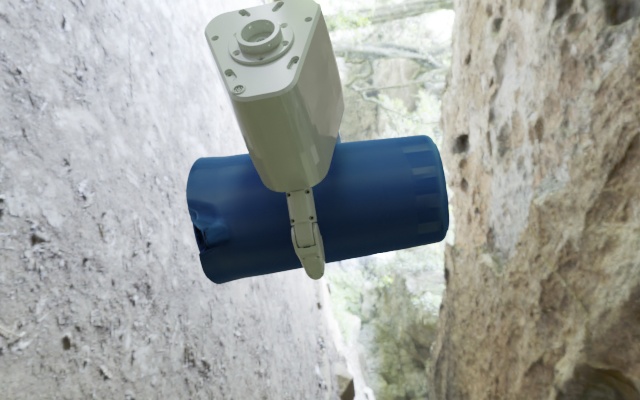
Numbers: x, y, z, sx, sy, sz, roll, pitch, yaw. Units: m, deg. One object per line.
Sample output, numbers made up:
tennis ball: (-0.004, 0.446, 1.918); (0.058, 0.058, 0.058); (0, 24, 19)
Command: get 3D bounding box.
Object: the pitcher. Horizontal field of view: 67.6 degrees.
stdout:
pitcher: (0.000, 0.002, 0.495); (0.243, 0.149, 0.145); (-8, -36, 7)
